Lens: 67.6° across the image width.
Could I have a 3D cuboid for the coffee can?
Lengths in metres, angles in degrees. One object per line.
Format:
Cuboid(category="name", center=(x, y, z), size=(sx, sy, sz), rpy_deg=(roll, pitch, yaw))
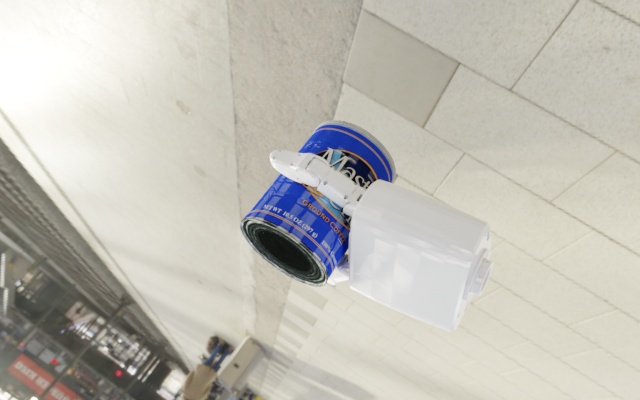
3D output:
Cuboid(category="coffee can", center=(0.000, 0.001, 0.491), size=(0.103, 0.140, 0.103), rpy_deg=(28, -27, 16))
